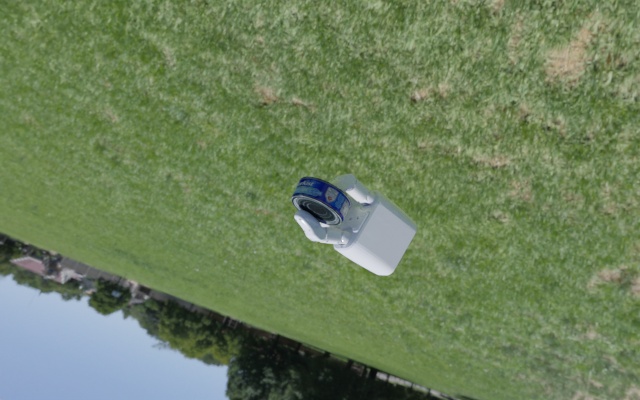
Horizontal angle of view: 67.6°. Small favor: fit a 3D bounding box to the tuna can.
[{"bbox_3d":[0.000,0.003,0.711,0.086,0.033,0.086,23,-21,9],"label":"tuna can"}]
